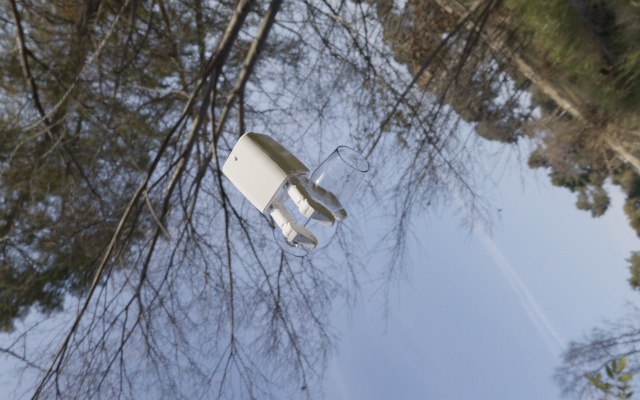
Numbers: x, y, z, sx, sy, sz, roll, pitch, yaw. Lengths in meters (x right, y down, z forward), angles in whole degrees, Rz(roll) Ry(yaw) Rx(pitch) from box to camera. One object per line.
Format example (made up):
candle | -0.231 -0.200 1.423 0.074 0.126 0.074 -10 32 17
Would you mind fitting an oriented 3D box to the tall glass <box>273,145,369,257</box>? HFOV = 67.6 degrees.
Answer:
tall glass | 0.000 0.003 0.798 0.079 0.079 0.201 0 -44 -46
